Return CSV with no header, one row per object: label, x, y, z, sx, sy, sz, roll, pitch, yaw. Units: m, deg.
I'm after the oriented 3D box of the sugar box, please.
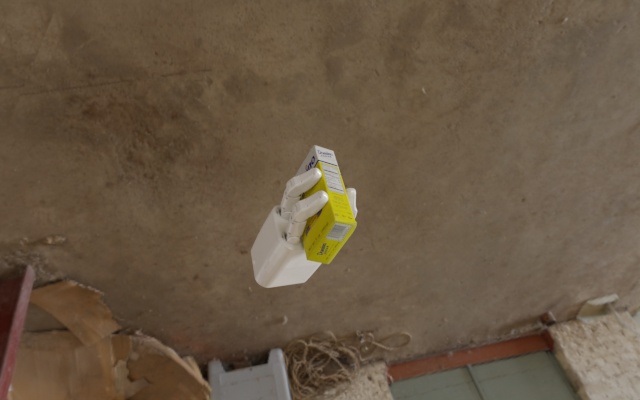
sugar box,0.000,0.003,0.756,0.048,0.093,0.176,13,38,-28
